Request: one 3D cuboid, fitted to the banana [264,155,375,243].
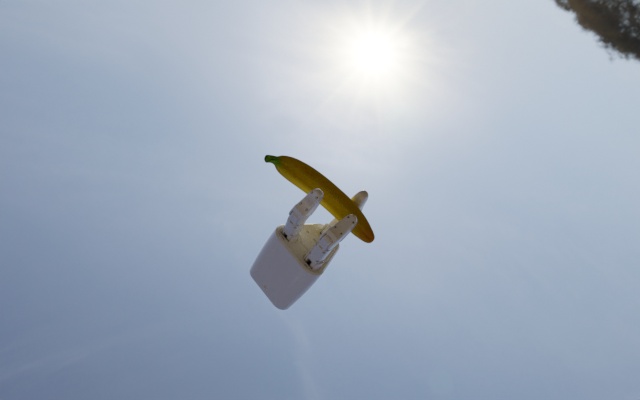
[{"bbox_3d":[0.002,-0.008,0.710,0.198,0.037,0.069,37,29,-5],"label":"banana"}]
